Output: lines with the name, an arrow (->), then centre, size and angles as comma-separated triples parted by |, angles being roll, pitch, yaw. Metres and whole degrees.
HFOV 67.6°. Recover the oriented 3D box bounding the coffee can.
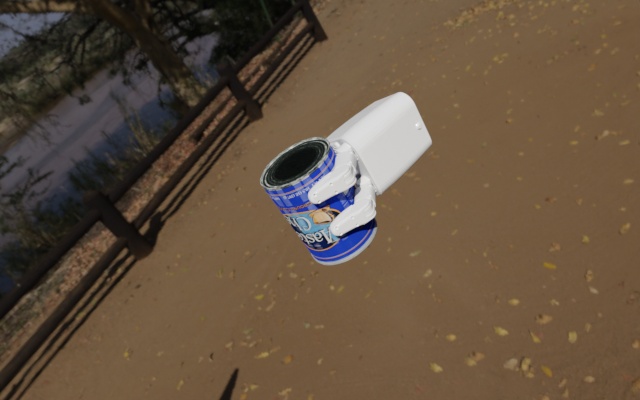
coffee can -> 0.000, 0.002, 0.637 | 0.103, 0.140, 0.102 | -24, 31, 16
